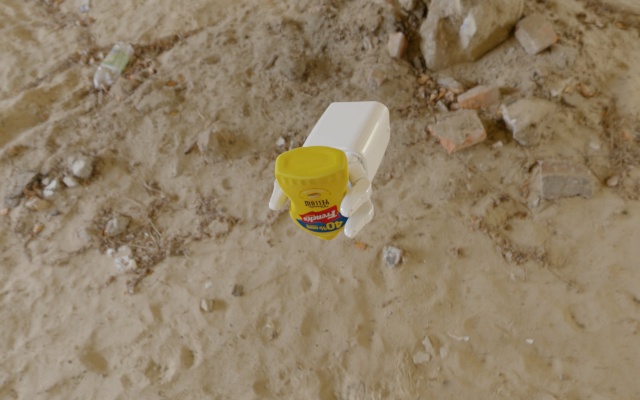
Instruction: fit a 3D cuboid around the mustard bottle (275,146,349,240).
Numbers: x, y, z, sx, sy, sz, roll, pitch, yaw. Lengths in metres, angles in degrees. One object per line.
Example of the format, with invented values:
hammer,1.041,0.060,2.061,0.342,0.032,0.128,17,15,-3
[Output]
mustard bottle,0.000,0.002,0.695,0.096,0.058,0.192,-5,-35,7
